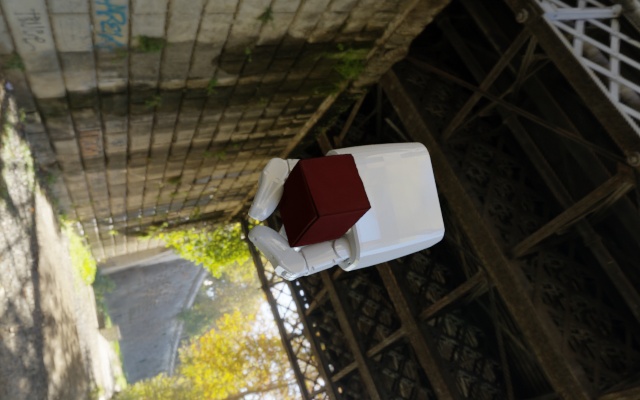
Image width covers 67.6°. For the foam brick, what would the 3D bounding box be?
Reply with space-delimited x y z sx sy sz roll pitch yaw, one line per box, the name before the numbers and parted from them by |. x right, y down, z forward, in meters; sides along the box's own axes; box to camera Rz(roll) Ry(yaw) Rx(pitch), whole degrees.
foam brick | 0.000 0.001 0.415 0.051 0.053 0.078 -9 -20 -24
